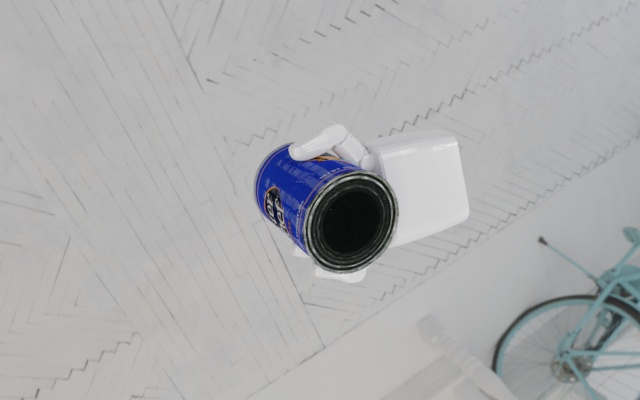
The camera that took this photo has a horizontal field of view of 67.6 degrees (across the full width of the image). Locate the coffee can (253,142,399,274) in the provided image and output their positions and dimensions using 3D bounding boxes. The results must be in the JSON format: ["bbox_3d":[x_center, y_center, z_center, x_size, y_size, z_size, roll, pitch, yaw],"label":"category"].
[{"bbox_3d":[0.000,0.002,0.501,0.103,0.103,0.140,0,17,-27],"label":"coffee can"}]
